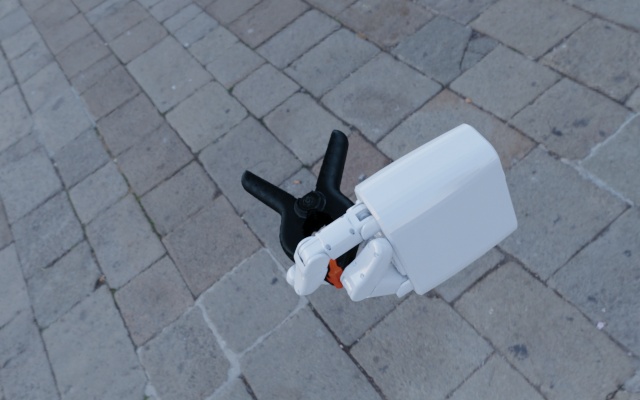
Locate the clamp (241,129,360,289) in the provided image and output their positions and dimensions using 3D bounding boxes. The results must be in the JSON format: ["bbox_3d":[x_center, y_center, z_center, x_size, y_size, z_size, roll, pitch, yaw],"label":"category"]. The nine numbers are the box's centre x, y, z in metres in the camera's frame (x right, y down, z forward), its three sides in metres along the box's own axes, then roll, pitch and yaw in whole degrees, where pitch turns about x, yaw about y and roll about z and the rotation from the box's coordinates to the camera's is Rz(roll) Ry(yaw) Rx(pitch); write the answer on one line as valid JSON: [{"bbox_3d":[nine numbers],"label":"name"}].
[{"bbox_3d":[0.000,0.001,0.462,0.120,0.171,0.039,-35,-37,2],"label":"clamp"}]
